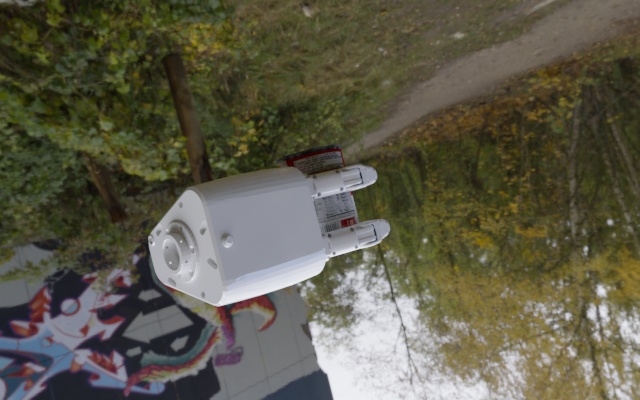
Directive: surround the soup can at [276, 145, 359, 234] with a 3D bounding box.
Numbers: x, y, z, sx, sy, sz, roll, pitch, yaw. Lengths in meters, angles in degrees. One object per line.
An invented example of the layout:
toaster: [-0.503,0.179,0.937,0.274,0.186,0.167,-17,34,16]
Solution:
soup can: [0.000,0.002,0.482,0.068,0.102,0.068,-14,-1,0]
